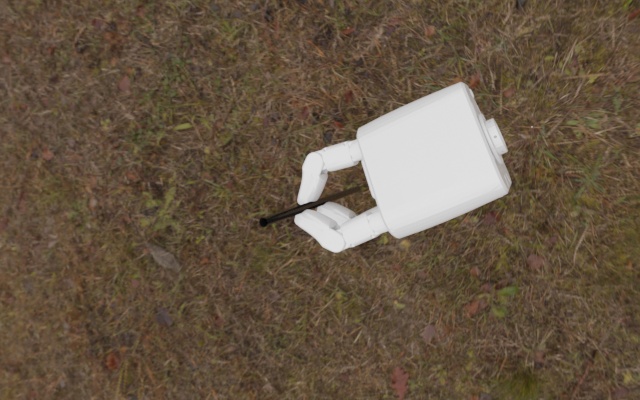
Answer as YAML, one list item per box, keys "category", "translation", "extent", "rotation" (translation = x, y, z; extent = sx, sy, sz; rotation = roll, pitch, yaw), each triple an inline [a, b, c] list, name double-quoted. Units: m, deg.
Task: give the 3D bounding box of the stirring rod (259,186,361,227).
- category: "stirring rod"
  translation: [0.000, 0.002, 0.511]
  extent: [0.011, 0.011, 0.239]
  rotation: [0, 8, 24]
